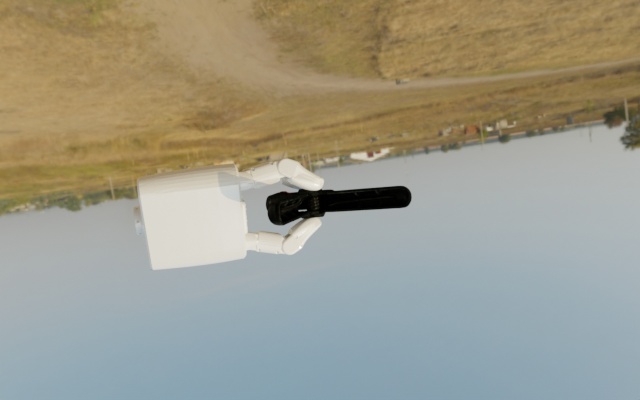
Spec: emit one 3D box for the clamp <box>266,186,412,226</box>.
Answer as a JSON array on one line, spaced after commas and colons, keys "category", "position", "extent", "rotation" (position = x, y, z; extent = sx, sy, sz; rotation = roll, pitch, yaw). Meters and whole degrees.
[{"category": "clamp", "position": [0.000, 0.003, 0.583], "extent": [0.164, 0.036, 0.210], "rotation": [-6, 3, -17]}]
